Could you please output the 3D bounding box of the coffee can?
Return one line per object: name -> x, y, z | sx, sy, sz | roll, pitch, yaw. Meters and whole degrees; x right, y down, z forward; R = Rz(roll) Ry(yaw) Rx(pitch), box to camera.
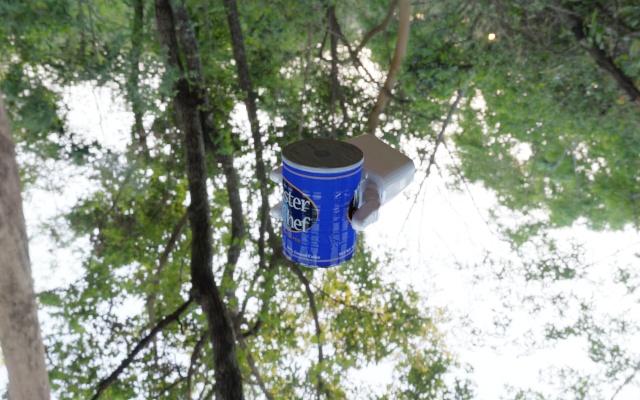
coffee can -> 0.000, 0.002, 0.624 | 0.103, 0.140, 0.102 | 2, 26, -1
